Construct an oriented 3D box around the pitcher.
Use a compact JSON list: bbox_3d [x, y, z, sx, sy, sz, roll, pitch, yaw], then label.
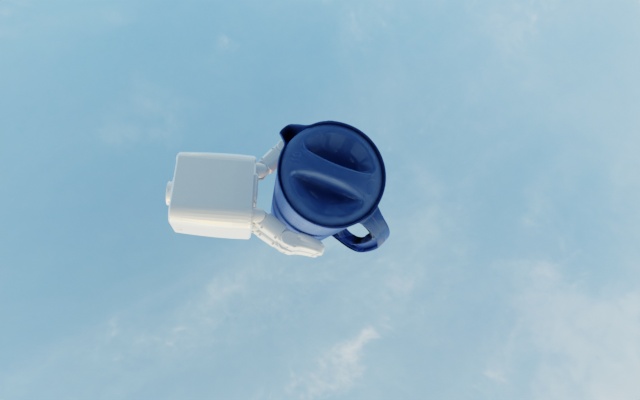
[{"bbox_3d":[0.000,0.002,0.672,0.145,0.149,0.243,2,-14,-10],"label":"pitcher"}]
